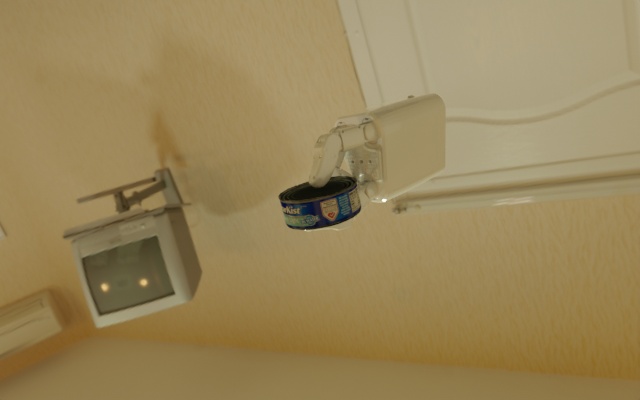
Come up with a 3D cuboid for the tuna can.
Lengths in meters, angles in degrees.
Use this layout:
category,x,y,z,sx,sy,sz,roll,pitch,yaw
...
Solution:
category,x,y,z,sx,sy,sz,roll,pitch,yaw
tuna can,0.000,0.002,0.513,0.086,0.034,0.086,-12,14,3
